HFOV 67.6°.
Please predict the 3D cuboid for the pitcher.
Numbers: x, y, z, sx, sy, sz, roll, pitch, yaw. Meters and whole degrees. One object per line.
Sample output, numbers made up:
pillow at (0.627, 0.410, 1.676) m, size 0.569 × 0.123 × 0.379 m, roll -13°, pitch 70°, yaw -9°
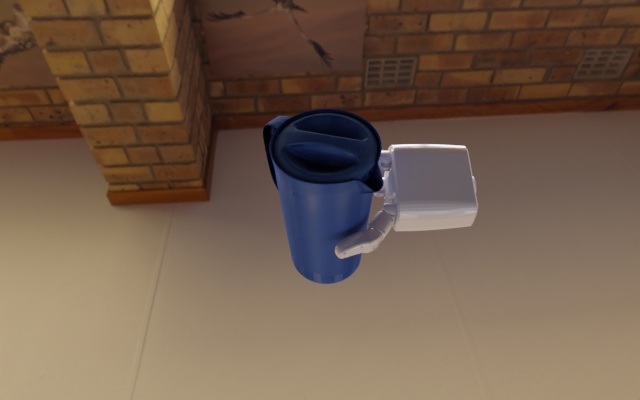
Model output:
pitcher at (0.000, 0.002, 0.655) m, size 0.145 × 0.149 × 0.243 m, roll -3°, pitch -41°, yaw -2°
